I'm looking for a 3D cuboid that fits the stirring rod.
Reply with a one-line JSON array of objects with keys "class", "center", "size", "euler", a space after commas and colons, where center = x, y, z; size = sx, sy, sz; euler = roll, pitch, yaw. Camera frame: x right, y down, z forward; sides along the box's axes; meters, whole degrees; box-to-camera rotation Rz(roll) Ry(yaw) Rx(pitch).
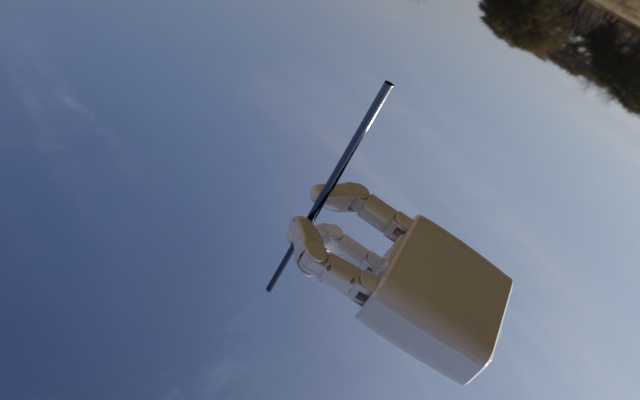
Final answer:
[{"class": "stirring rod", "center": [0.000, 0.001, 0.419], "size": [0.011, 0.240, 0.011], "euler": [21, 33, -14]}]
